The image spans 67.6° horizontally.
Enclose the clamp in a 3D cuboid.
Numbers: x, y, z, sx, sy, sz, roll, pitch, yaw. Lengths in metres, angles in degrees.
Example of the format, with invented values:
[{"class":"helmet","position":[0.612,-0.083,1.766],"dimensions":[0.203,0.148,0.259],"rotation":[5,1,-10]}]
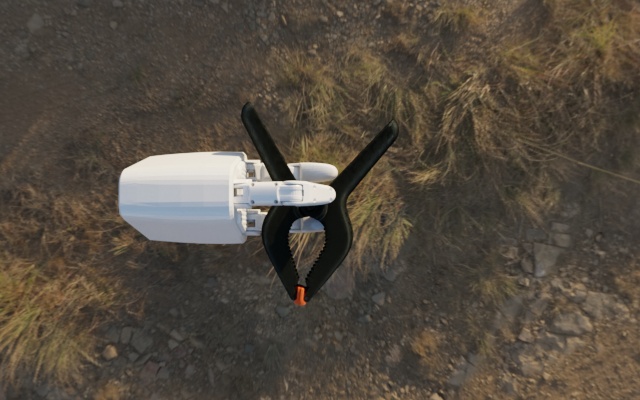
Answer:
[{"class":"clamp","position":[0.000,0.002,0.495],"dimensions":[0.164,0.210,0.036],"rotation":[0,-2,0]}]
